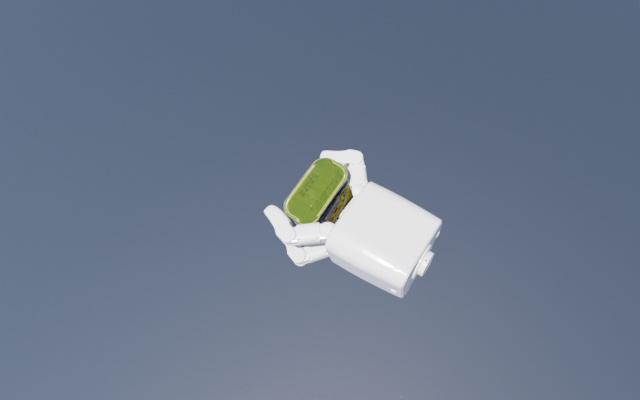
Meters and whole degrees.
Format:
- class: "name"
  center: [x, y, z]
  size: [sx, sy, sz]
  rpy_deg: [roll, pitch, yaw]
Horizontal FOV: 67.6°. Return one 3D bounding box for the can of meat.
- class: "can of meat"
  center: [0.000, 0.002, 0.644]
  size: [0.057, 0.102, 0.084]
  rpy_deg: [30, -14, 19]
